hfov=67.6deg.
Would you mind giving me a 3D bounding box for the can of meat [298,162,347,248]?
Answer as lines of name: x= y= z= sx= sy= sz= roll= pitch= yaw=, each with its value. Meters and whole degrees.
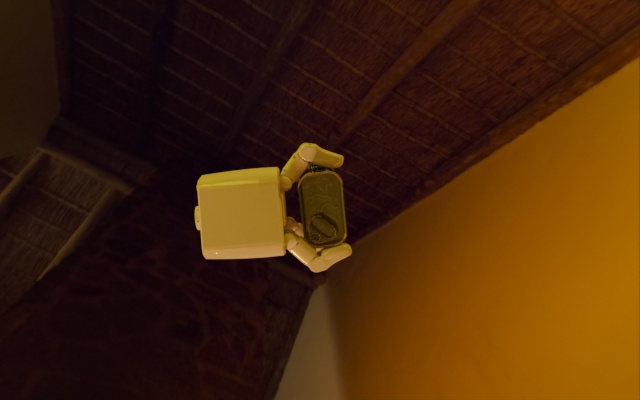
can of meat: x=0.000 y=0.002 z=0.652 sx=0.057 sy=0.102 sz=0.084 roll=-7 pitch=16 yaw=-3
